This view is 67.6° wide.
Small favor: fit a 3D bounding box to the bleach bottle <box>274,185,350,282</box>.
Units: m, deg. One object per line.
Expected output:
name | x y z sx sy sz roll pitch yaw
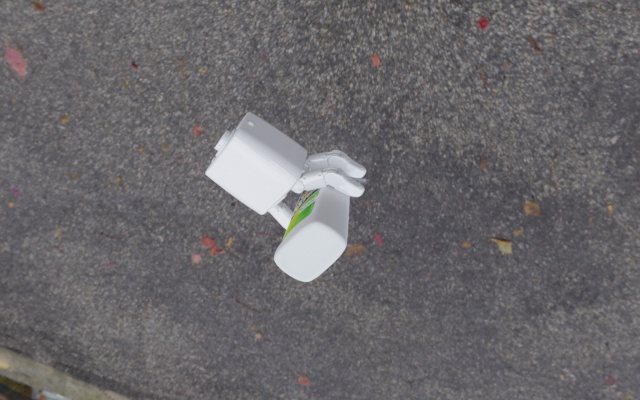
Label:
bleach bottle | 0.000 0.002 0.718 0.068 0.102 0.250 37 29 -16
